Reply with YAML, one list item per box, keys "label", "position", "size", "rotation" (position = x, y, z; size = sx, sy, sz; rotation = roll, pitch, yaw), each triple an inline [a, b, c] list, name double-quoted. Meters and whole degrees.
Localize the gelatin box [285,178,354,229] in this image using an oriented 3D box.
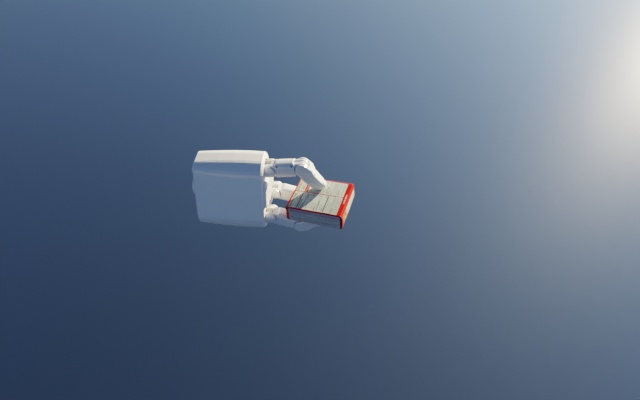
- label: "gelatin box"
  position: [0.000, 0.002, 0.728]
  size: [0.089, 0.030, 0.073]
  rotation: [9, 45, 16]
